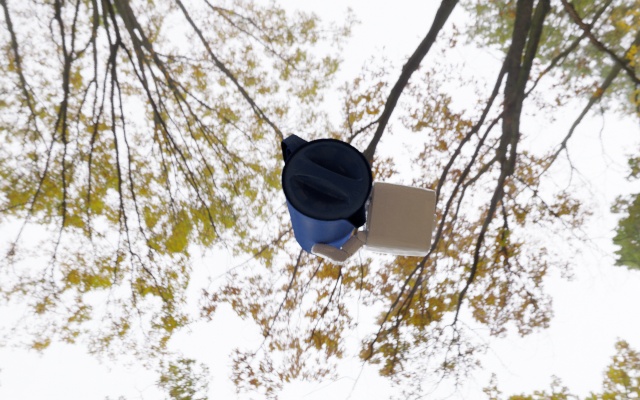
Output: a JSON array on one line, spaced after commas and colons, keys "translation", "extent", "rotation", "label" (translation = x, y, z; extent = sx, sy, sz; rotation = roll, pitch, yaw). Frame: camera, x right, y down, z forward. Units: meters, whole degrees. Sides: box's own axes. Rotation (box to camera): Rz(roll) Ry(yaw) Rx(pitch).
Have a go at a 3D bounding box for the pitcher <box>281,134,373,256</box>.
[{"translation": [0.000, 0.003, 0.796], "extent": [0.145, 0.149, 0.243], "rotation": [6, -22, 0], "label": "pitcher"}]
